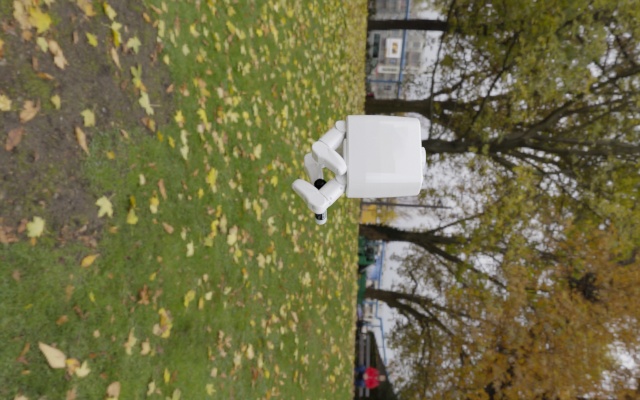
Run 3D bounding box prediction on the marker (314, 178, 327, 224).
[{"bbox_3d":[0.000,0.002,0.726,0.020,0.020,0.121,0,-28,0],"label":"marker"}]
